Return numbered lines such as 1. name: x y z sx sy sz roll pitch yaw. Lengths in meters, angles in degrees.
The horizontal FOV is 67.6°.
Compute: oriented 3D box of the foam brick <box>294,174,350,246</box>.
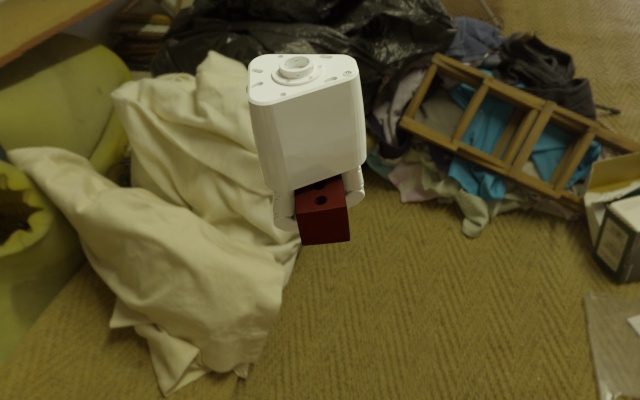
1. foam brick: 0.000 0.002 0.511 0.053 0.051 0.078 -8 45 0
